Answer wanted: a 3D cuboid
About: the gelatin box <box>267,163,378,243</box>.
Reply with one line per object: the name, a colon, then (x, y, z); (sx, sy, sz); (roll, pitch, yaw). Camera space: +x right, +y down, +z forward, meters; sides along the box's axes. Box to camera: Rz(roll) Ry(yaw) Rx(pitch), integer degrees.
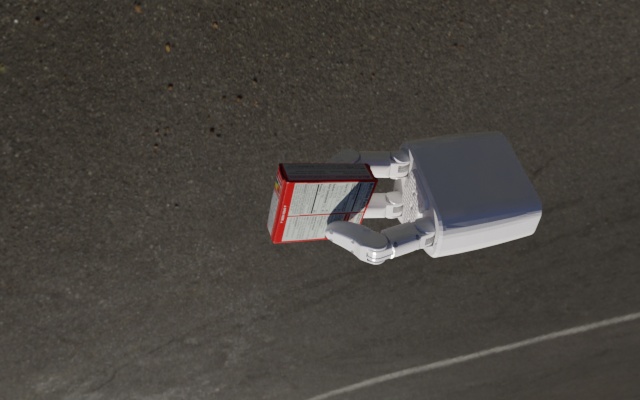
gelatin box: (0.000, 0.002, 0.440); (0.089, 0.073, 0.030); (-3, 42, -22)
